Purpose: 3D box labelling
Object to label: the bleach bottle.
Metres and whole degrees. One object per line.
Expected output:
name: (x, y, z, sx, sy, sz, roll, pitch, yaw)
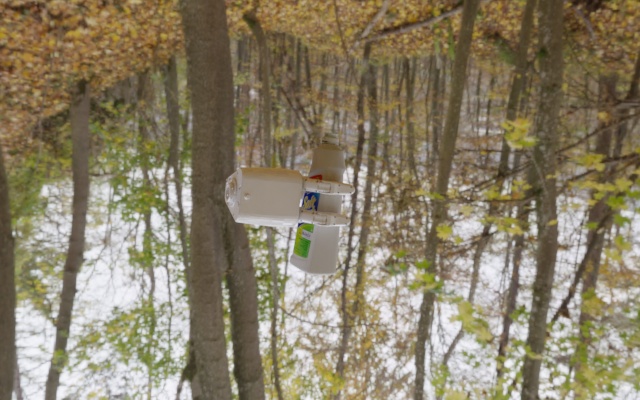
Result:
bleach bottle: (0.000, 0.003, 0.872, 0.068, 0.251, 0.102, 4, 6, -27)
